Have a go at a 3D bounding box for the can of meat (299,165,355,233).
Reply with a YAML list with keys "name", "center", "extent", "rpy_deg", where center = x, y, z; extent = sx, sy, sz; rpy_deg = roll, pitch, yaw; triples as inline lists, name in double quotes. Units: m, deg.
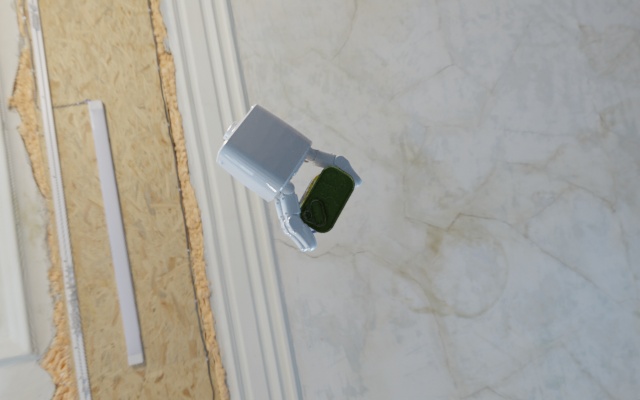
- name: "can of meat"
  center: [0.000, 0.002, 0.749]
  extent: [0.057, 0.102, 0.084]
  rpy_deg: [32, -13, -9]
